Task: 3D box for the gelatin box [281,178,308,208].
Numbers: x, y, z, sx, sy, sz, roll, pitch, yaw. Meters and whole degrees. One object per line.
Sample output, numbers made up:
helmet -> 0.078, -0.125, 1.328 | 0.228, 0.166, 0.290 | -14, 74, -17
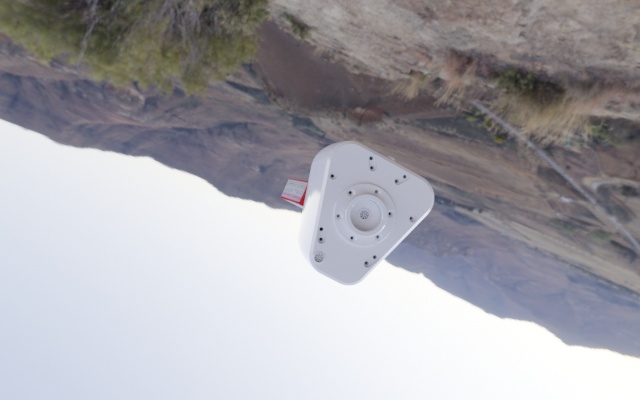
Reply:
gelatin box -> 0.000, 0.002, 0.565 | 0.073, 0.030, 0.089 | 25, -4, -19
